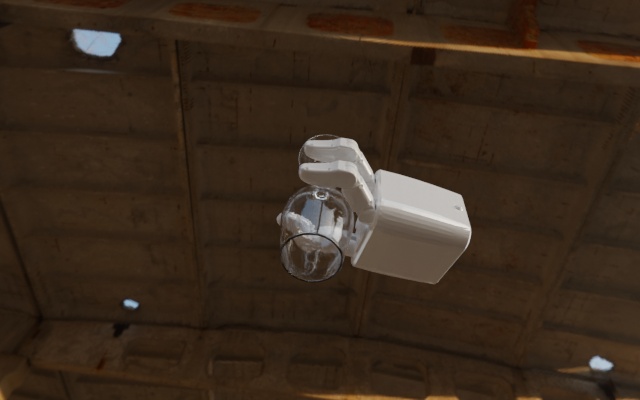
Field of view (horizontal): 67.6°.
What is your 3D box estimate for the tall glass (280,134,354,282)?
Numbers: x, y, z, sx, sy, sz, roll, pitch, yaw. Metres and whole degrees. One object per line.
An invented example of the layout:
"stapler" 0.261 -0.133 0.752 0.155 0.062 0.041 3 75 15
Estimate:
"tall glass" 0.000 0.001 0.541 0.079 0.079 0.201 0 33 6
